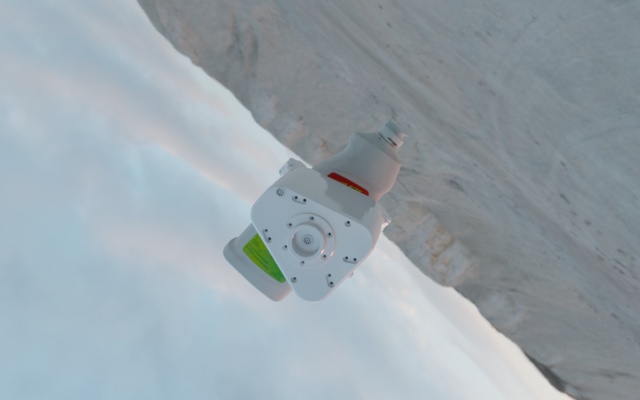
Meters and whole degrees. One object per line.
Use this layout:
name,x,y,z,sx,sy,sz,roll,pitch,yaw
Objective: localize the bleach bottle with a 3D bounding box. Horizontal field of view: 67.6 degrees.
bleach bottle,0.000,0.002,0.569,0.102,0.251,0.068,42,13,0
